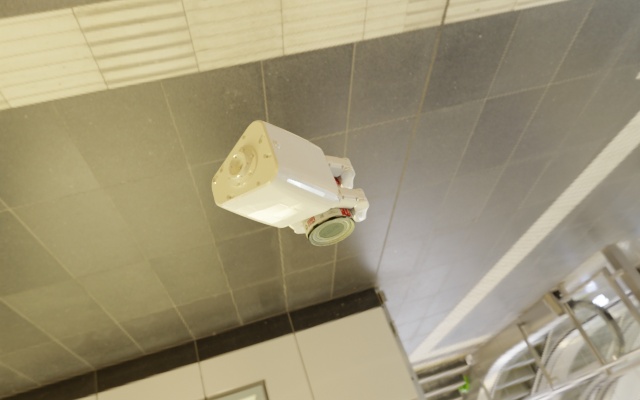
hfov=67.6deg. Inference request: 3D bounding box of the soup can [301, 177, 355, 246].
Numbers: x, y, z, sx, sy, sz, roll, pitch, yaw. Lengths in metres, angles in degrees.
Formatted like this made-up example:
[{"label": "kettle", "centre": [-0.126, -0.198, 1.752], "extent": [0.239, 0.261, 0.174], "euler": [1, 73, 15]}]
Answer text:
[{"label": "soup can", "centre": [0.000, 0.003, 0.656], "extent": [0.068, 0.102, 0.069], "euler": [-15, -33, -10]}]
